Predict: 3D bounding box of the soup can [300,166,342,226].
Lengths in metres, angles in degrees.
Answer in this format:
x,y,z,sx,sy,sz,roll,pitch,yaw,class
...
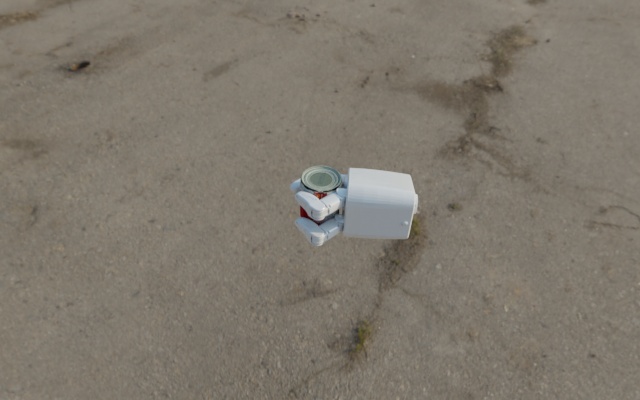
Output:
x,y,z,sx,sy,sz,roll,pitch,yaw,class
0.000,0.002,0.782,0.068,0.102,0.068,1,41,-1,soup can
